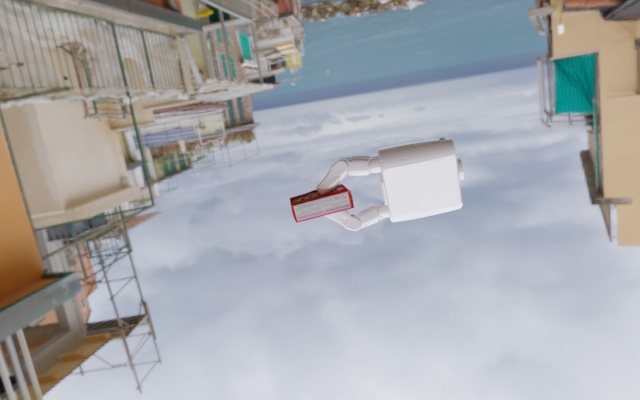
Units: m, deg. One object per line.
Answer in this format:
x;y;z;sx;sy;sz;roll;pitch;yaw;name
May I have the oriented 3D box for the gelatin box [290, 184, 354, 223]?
0.000;0.003;0.713;0.089;0.030;0.073;-15;11;-3;gelatin box
